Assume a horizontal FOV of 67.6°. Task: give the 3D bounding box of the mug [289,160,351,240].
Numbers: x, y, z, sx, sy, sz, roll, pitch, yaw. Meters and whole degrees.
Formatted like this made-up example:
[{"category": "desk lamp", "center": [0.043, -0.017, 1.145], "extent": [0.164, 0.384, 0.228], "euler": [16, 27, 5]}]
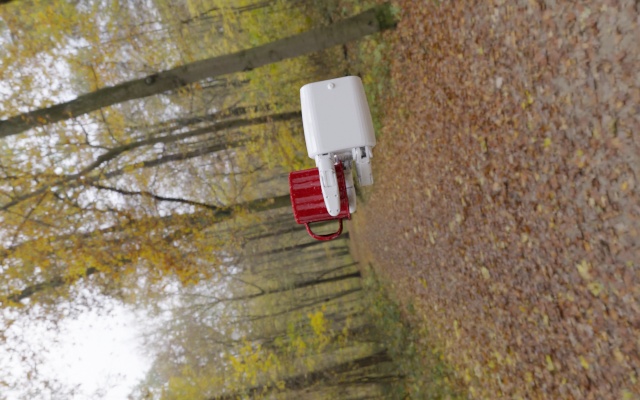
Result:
[{"category": "mug", "center": [0.000, 0.004, 0.721], "extent": [0.081, 0.117, 0.093], "euler": [-9, -8, 1]}]
